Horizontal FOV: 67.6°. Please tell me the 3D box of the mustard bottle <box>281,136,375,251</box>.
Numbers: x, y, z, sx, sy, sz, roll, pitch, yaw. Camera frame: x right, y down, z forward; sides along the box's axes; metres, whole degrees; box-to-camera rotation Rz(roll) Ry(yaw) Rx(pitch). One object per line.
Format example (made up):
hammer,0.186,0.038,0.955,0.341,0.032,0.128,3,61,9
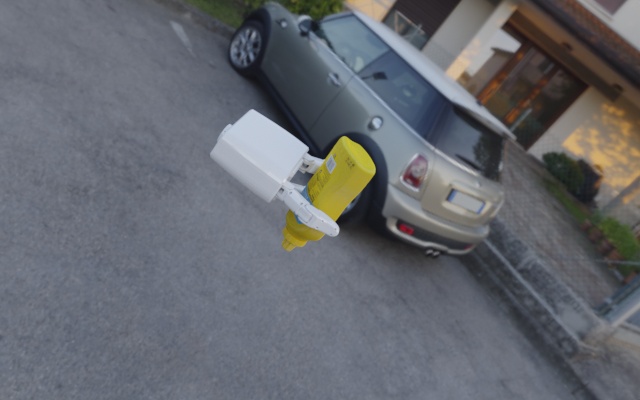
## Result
mustard bottle,0.001,0.002,0.710,0.058,0.192,0.096,27,24,-27
